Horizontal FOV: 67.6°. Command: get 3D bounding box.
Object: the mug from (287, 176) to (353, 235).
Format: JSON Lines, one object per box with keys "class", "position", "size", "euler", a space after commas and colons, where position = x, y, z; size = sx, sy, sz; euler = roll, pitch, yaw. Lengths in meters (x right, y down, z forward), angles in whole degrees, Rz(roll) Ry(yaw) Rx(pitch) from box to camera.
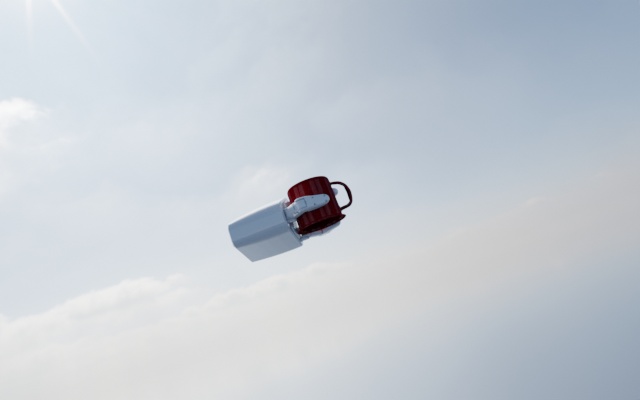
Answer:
{"class": "mug", "position": [0.001, 0.002, 0.865], "size": [0.117, 0.081, 0.093], "euler": [-22, -12, 4]}
